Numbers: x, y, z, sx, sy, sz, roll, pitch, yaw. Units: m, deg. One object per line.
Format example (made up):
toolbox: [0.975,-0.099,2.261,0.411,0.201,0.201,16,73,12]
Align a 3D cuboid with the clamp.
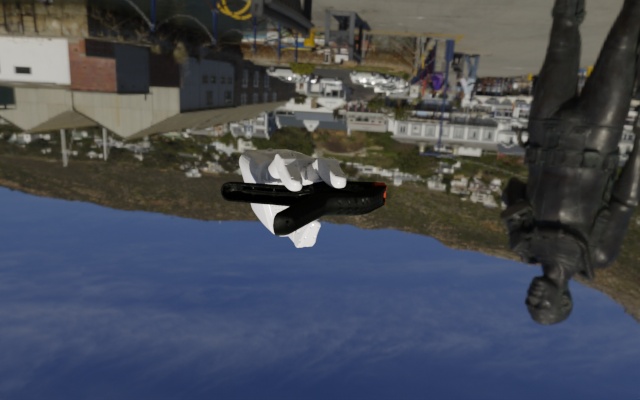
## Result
clamp: [0.000,0.003,0.581,0.210,0.036,0.164,-3,17,-24]
